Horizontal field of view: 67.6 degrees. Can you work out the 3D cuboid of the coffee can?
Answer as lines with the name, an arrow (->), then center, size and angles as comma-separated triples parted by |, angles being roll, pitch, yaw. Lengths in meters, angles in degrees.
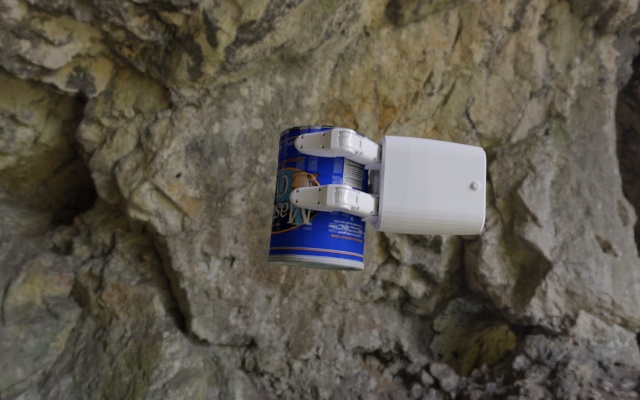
coffee can -> 0.000, 0.002, 0.519 | 0.103, 0.140, 0.103 | 4, -11, 1
